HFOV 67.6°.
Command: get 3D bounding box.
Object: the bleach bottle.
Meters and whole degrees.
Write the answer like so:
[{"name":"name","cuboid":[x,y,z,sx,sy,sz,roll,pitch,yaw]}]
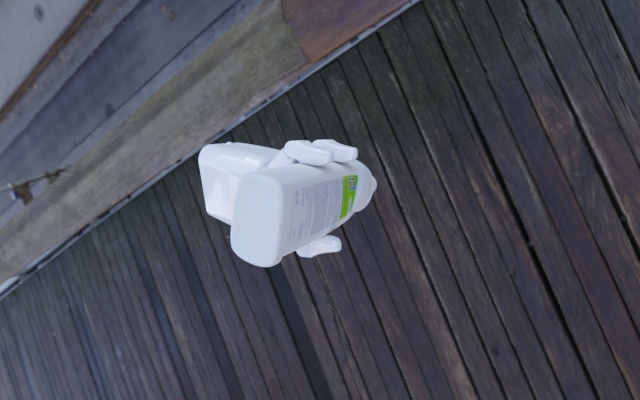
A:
[{"name":"bleach bottle","cuboid":[0.000,0.002,0.594,0.068,0.102,0.251,17,17,30]}]
